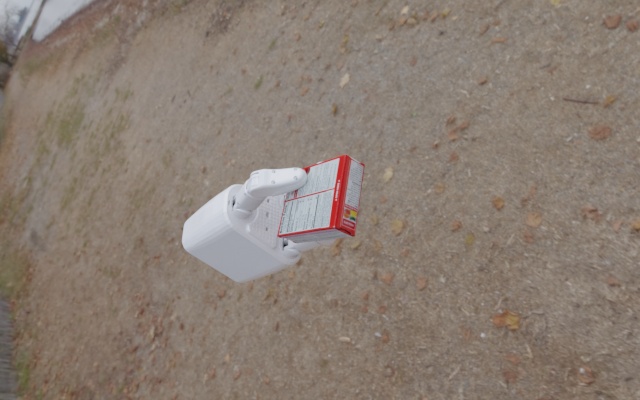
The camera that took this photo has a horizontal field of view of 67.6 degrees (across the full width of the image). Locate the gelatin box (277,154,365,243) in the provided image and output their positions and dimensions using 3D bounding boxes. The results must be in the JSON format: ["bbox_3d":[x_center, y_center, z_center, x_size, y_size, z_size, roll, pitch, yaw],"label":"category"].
[{"bbox_3d":[0.000,0.001,0.469,0.030,0.073,0.089,24,-24,-35],"label":"gelatin box"}]
